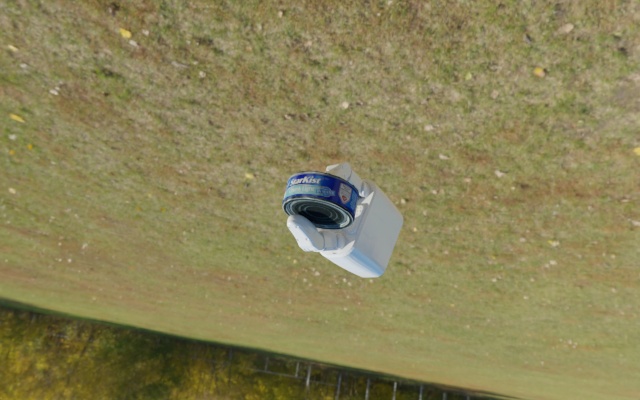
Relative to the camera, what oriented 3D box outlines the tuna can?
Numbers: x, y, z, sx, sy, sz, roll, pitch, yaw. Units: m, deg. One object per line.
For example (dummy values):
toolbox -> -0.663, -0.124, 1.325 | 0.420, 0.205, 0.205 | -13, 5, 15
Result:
tuna can -> 0.000, 0.002, 0.548 | 0.086, 0.033, 0.086 | 11, -24, 5
